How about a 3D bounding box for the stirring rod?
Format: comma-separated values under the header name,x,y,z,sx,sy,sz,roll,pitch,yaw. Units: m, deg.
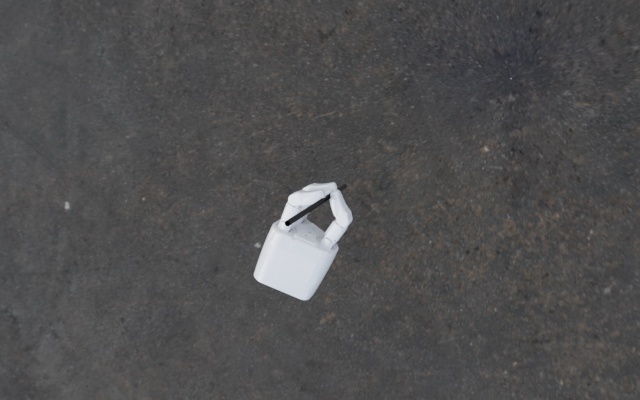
name,x,y,z,sx,sy,sz,roll,pitch,yaw
stirring rod,0.000,0.002,0.730,0.011,0.011,0.239,0,13,22
